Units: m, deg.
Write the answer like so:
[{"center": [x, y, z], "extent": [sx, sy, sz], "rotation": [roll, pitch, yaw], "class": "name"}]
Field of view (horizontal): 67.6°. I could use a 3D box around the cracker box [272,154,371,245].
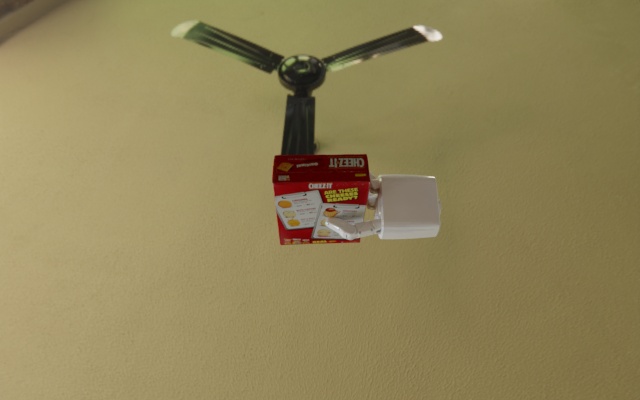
[{"center": [0.000, 0.003, 0.888], "extent": [0.164, 0.072, 0.214], "rotation": [-1, -34, -2], "class": "cracker box"}]
